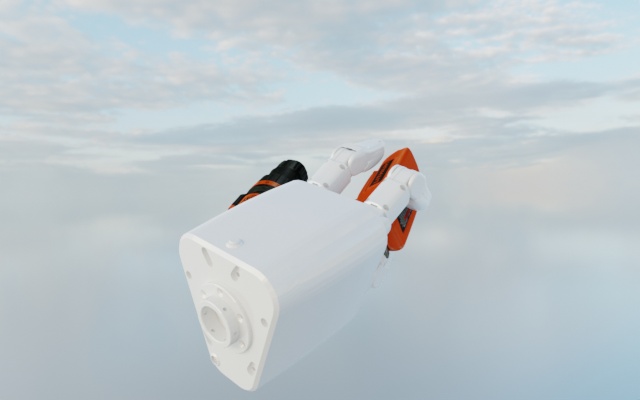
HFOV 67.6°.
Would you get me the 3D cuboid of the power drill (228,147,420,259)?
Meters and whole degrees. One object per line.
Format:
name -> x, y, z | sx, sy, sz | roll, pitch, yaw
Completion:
power drill -> 0.000, 0.002, 0.466 | 0.187, 0.057, 0.184 | -11, 29, 30
